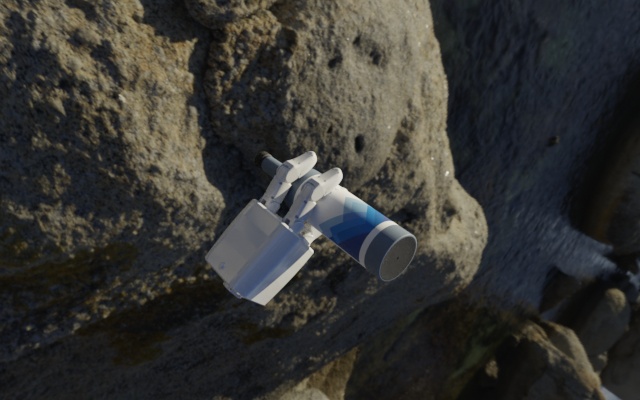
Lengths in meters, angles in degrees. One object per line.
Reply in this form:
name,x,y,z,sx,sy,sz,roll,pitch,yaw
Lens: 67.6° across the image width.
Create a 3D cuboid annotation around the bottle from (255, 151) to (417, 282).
bottle,0.000,0.002,0.662,0.069,0.069,0.295,0,27,-45
